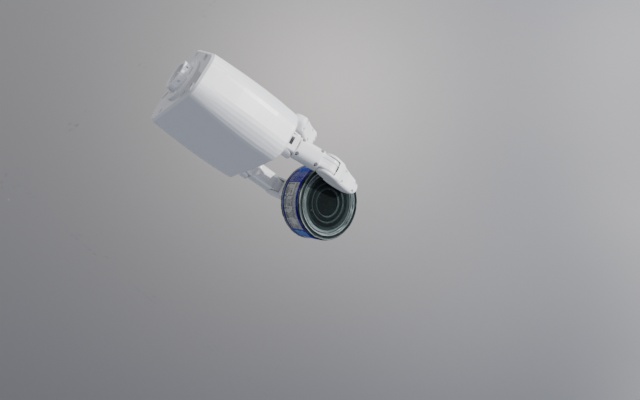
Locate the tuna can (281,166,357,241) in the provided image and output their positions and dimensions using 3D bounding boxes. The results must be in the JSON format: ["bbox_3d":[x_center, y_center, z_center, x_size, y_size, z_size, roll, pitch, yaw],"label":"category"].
[{"bbox_3d":[0.000,0.002,0.538,0.086,0.086,0.034,0,3,-38],"label":"tuna can"}]
